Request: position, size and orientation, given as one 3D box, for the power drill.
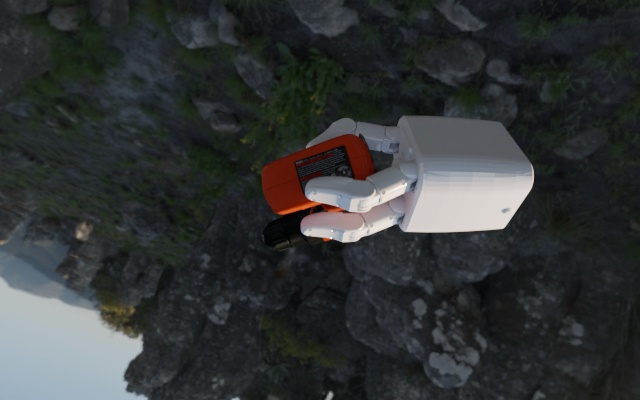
[{"bbox_3d":[0.000,0.002,0.526,0.184,0.057,0.188,-21,-17,6],"label":"power drill"}]
